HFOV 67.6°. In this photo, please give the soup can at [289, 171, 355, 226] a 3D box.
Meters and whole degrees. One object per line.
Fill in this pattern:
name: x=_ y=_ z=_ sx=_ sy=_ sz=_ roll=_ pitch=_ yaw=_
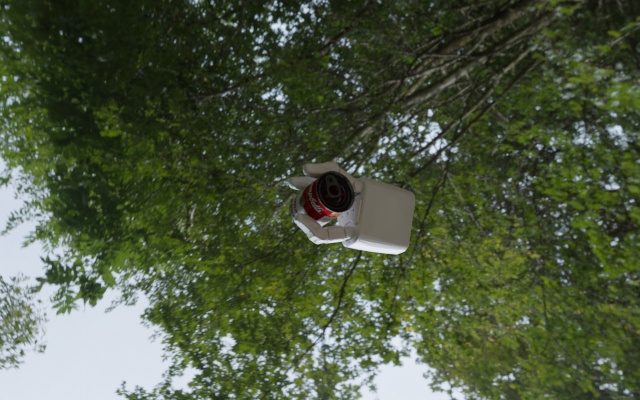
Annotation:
soup can: x=0.000 y=0.003 z=0.766 sx=0.068 sy=0.068 sz=0.102 roll=0 pitch=-19 yaw=-29
